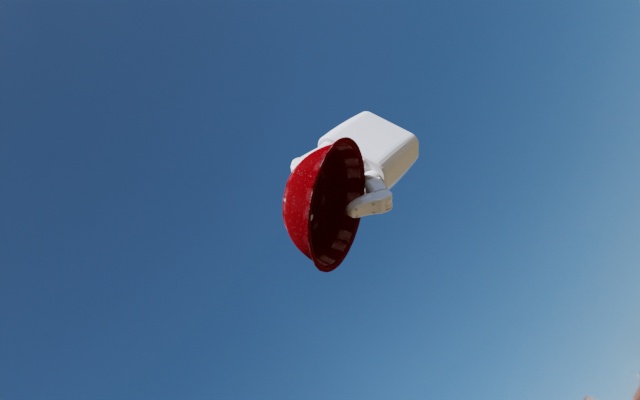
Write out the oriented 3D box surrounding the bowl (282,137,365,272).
[{"bbox_3d":[-0.001,0.002,0.575,0.055,0.162,0.162,10,4,24],"label":"bowl"}]
